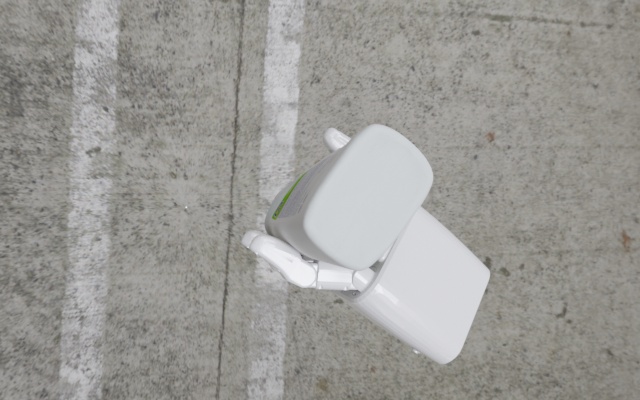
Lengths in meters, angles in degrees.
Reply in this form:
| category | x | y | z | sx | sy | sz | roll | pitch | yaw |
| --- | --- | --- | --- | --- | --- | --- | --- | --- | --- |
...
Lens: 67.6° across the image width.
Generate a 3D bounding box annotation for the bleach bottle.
| category | x | y | z | sx | sy | sz | roll | pitch | yaw |
| --- | --- | --- | --- | --- | --- | --- | --- | --- | --- |
| bleach bottle | 0.000 | 0.001 | 0.439 | 0.068 | 0.102 | 0.251 | 39 | -10 | -12 |
